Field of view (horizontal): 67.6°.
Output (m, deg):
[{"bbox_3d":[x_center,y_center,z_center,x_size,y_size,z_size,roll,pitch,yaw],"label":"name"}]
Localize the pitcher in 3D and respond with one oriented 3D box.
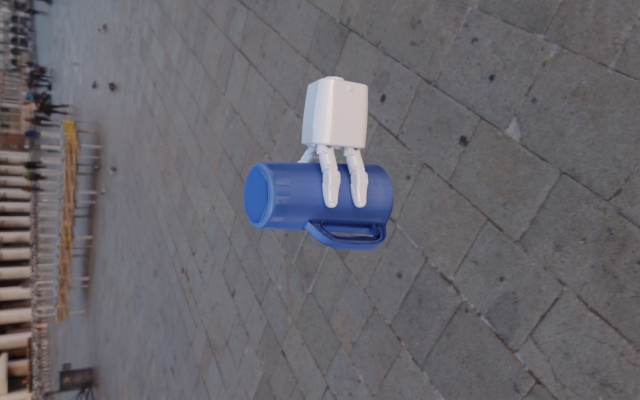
[{"bbox_3d":[0.000,0.003,0.826,0.243,0.145,0.149,2,8,-32],"label":"pitcher"}]
